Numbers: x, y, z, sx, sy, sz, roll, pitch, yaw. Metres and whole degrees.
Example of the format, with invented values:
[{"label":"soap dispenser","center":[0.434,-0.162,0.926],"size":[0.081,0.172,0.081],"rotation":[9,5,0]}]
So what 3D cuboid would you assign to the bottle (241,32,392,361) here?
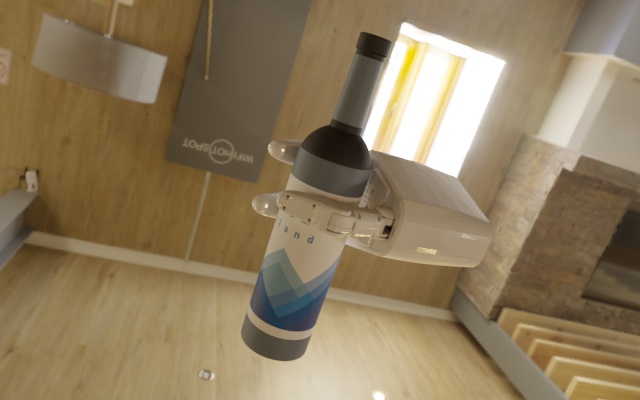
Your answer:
[{"label":"bottle","center":[0.000,0.002,0.427],"size":[0.069,0.296,0.069],"rotation":[17,15,-5]}]
